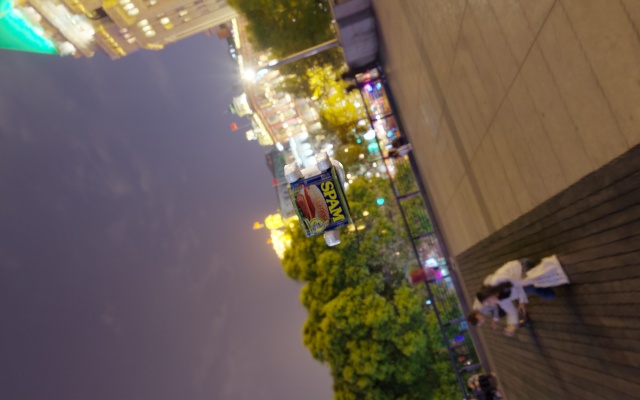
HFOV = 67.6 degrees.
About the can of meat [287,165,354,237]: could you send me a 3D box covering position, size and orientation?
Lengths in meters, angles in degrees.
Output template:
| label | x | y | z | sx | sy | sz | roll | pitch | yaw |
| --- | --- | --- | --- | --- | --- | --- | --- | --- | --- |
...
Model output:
| label | x | y | z | sx | sy | sz | roll | pitch | yaw |
| --- | --- | --- | --- | --- | --- | --- | --- | --- | --- |
| can of meat | 0.000 | 0.003 | 0.797 | 0.084 | 0.102 | 0.057 | -18 | 14 | 7 |
